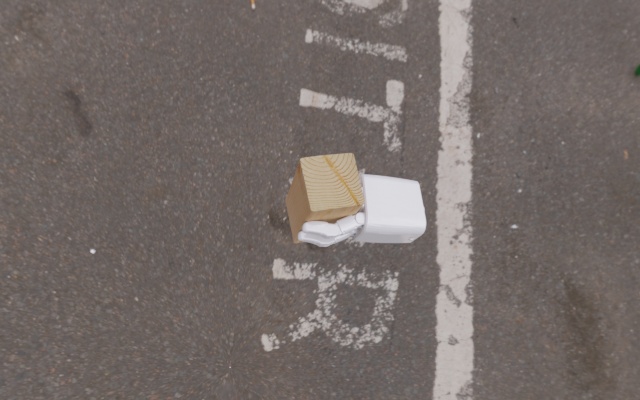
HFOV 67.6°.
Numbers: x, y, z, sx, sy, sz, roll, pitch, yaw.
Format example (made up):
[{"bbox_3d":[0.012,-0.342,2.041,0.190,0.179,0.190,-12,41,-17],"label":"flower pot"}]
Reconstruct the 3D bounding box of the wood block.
[{"bbox_3d":[0.000,0.002,0.834,0.090,0.090,0.206,-7,-17,-13],"label":"wood block"}]
